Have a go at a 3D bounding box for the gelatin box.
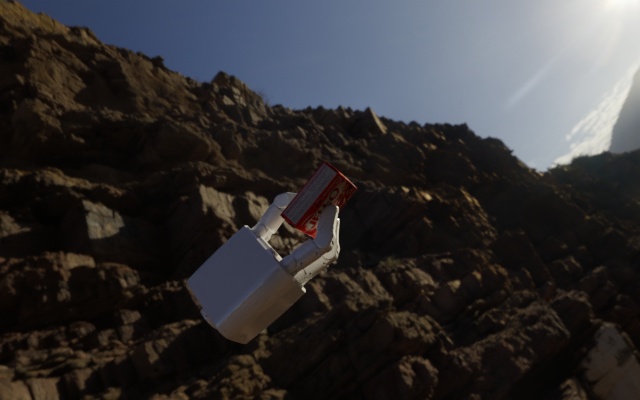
[{"bbox_3d":[0.000,0.001,0.609,0.030,0.089,0.073,40,3,27],"label":"gelatin box"}]
